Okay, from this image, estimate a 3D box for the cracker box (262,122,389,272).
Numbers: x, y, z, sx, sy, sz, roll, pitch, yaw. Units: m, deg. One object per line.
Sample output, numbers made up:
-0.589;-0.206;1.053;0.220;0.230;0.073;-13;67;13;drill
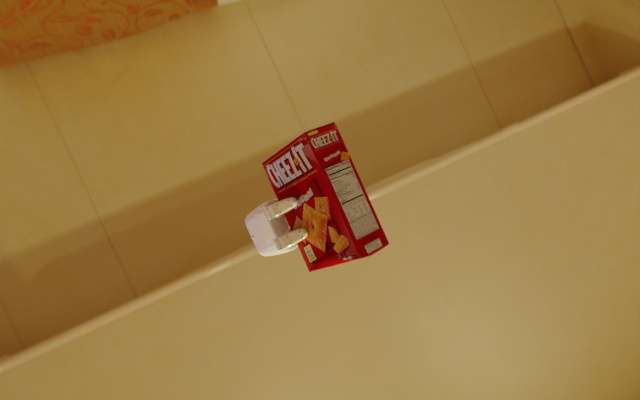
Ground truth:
0.000;0.003;0.794;0.072;0.213;0.164;-24;0;-34;cracker box
